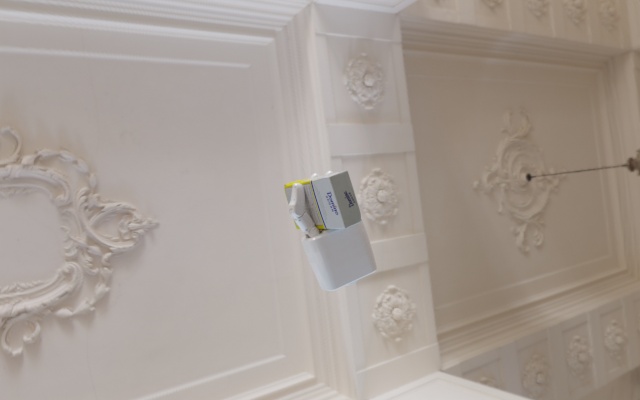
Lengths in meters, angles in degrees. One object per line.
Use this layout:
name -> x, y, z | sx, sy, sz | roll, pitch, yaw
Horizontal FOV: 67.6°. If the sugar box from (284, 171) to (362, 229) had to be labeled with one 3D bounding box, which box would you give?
sugar box -> 0.001, 0.003, 0.865 | 0.048, 0.093, 0.176 | -21, 8, -32
